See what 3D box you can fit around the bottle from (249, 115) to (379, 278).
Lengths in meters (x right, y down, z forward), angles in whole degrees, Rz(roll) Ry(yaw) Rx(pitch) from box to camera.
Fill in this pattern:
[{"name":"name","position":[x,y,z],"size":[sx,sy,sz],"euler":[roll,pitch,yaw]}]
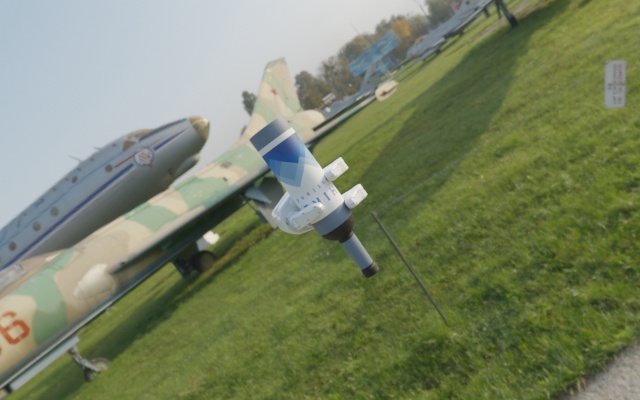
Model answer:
[{"name":"bottle","position":[0.000,0.002,0.771],"size":[0.069,0.296,0.069],"euler":[-36,8,5]}]
